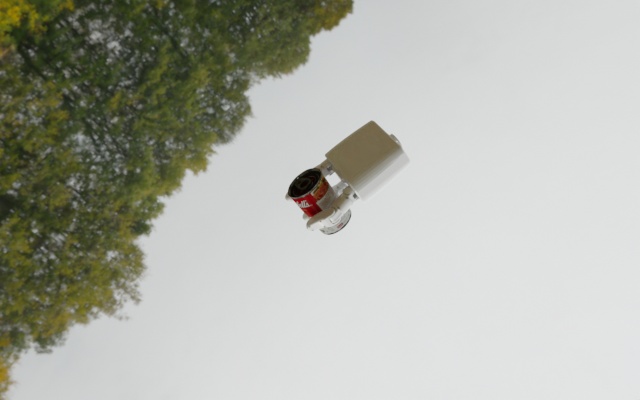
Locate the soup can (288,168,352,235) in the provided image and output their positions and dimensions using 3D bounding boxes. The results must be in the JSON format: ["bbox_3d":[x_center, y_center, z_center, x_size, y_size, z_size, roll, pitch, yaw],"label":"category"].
[{"bbox_3d":[0.000,0.003,0.822,0.068,0.068,0.102,0,-41,45],"label":"soup can"}]
